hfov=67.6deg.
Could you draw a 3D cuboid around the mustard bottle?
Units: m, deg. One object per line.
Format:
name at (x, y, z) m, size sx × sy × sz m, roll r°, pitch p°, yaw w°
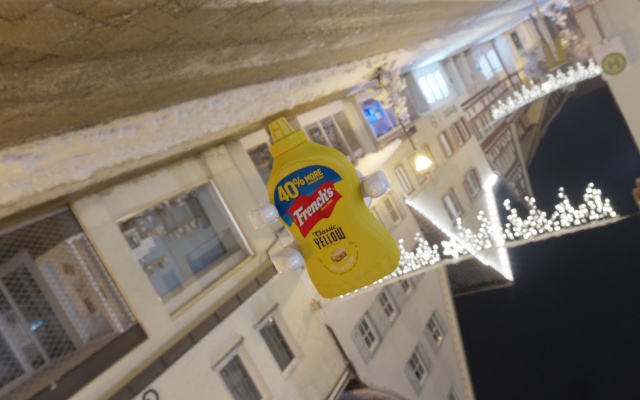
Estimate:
mustard bottle at (0.000, 0.002, 0.499) m, size 0.096 × 0.191 × 0.058 m, roll -26°, pitch 6°, yaw 23°
